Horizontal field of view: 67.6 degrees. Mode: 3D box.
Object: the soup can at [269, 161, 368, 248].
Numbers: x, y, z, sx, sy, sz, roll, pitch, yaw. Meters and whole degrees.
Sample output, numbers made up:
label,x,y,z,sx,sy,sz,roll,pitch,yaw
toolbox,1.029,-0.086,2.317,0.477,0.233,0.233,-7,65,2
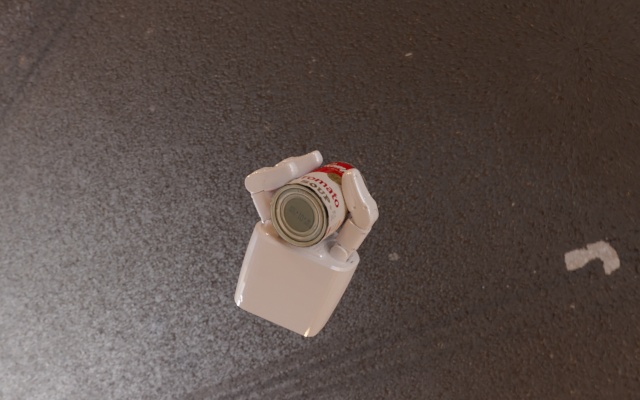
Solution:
label,x,y,z,sx,sy,sz,roll,pitch,yaw
soup can,0.000,0.001,0.506,0.068,0.068,0.102,0,16,29
